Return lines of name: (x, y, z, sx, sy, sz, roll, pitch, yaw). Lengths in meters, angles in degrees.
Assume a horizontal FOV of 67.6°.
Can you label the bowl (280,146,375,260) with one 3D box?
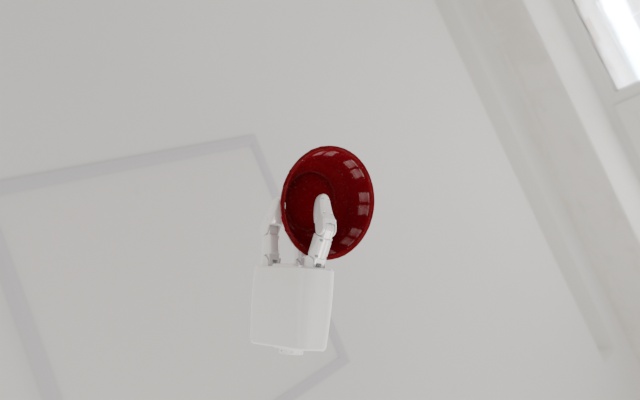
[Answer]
bowl: (0.000, 0.001, 0.690, 0.162, 0.162, 0.055, 0, 4, -34)
